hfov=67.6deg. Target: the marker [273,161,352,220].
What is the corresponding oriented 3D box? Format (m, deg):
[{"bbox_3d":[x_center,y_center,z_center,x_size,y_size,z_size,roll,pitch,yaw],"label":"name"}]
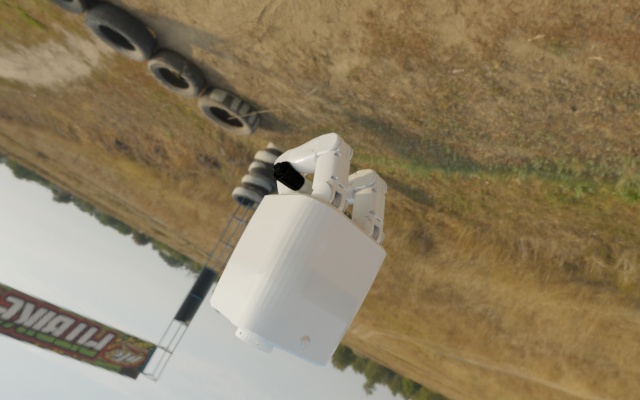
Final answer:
[{"bbox_3d":[0.000,0.001,0.437,0.020,0.020,0.121,0,-30,44],"label":"marker"}]
